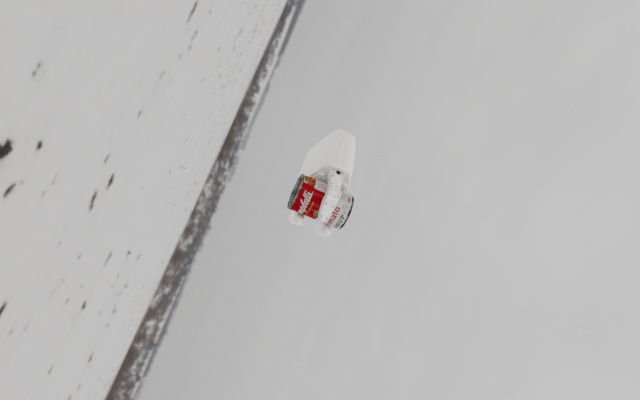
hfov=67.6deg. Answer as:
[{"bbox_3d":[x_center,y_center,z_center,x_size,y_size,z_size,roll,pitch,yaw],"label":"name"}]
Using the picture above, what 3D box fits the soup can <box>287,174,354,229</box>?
[{"bbox_3d":[0.000,0.003,0.854,0.102,0.068,0.068,23,-5,-12],"label":"soup can"}]
